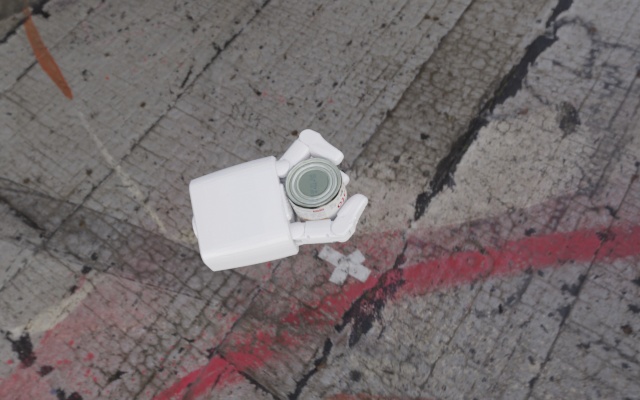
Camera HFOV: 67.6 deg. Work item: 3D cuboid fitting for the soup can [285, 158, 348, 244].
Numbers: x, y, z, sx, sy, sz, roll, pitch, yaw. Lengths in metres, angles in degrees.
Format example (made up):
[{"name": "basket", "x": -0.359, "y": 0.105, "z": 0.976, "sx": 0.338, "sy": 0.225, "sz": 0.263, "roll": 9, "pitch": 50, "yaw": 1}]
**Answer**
[{"name": "soup can", "x": 0.001, "y": 0.002, "z": 0.578, "sx": 0.068, "sy": 0.068, "sz": 0.102, "roll": 0, "pitch": -28, "yaw": 12}]
